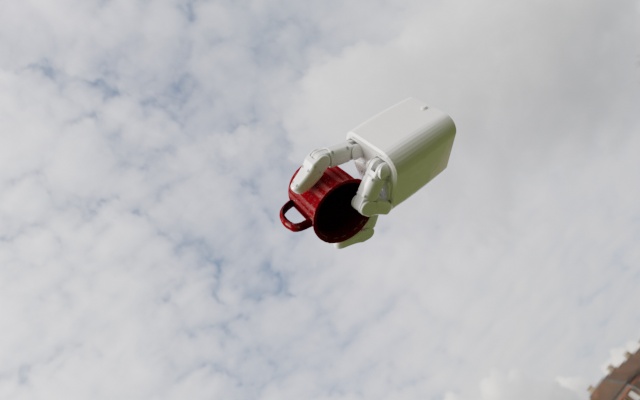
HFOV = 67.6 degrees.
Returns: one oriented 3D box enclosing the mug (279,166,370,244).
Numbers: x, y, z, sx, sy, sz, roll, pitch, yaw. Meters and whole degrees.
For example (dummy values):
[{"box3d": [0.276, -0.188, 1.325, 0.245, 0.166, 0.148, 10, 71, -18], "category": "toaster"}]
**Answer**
[{"box3d": [-0.001, 0.003, 0.624, 0.117, 0.093, 0.081, -31, 42, -16], "category": "mug"}]
